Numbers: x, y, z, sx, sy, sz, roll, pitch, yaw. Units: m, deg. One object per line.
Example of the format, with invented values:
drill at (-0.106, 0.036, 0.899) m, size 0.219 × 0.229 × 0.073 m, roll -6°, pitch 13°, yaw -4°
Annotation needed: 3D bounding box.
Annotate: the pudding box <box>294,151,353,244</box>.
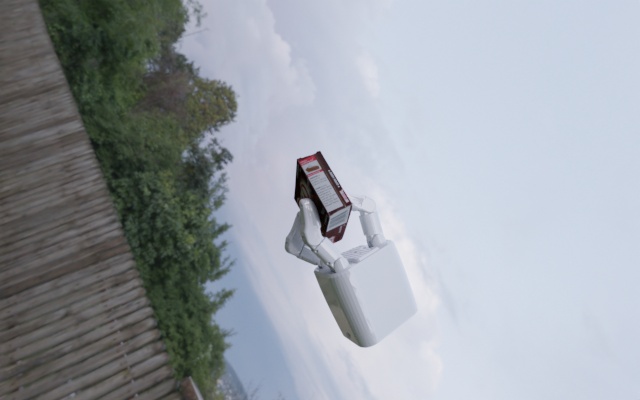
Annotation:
pudding box at (0.000, 0.002, 0.635) m, size 0.039 × 0.090 × 0.114 m, roll -23°, pitch -23°, yaw -18°
